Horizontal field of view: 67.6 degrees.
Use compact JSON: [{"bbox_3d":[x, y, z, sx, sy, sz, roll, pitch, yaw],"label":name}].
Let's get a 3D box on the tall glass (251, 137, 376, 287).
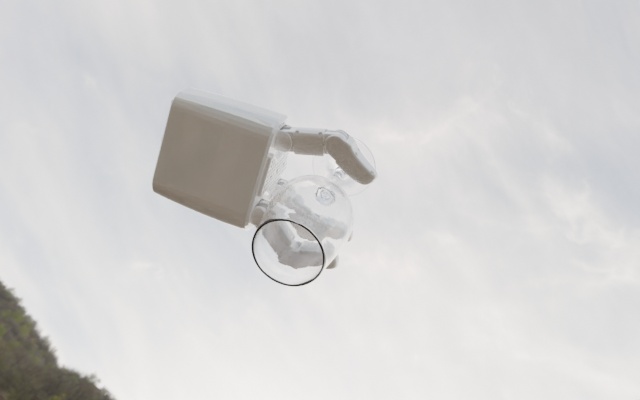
[{"bbox_3d":[0.000,0.001,0.462,0.079,0.079,0.201,0,24,17],"label":"tall glass"}]
